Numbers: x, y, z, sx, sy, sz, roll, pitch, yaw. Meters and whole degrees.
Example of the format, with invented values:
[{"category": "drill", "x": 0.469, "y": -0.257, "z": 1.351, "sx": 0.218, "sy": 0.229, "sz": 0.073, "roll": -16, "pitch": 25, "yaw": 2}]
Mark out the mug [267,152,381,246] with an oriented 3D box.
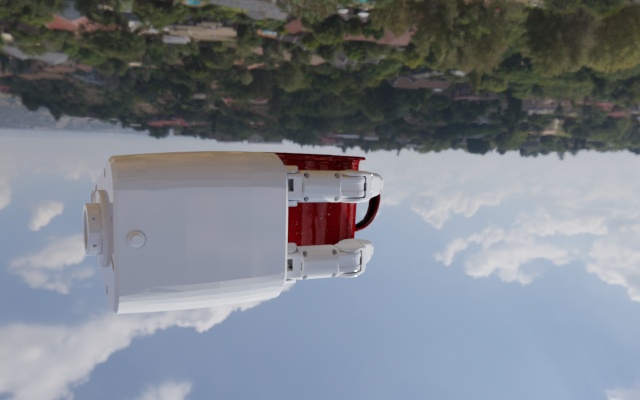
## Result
[{"category": "mug", "x": 0.001, "y": 0.002, "z": 0.412, "sx": 0.117, "sy": 0.081, "sz": 0.093, "roll": -1, "pitch": 7, "yaw": -30}]
